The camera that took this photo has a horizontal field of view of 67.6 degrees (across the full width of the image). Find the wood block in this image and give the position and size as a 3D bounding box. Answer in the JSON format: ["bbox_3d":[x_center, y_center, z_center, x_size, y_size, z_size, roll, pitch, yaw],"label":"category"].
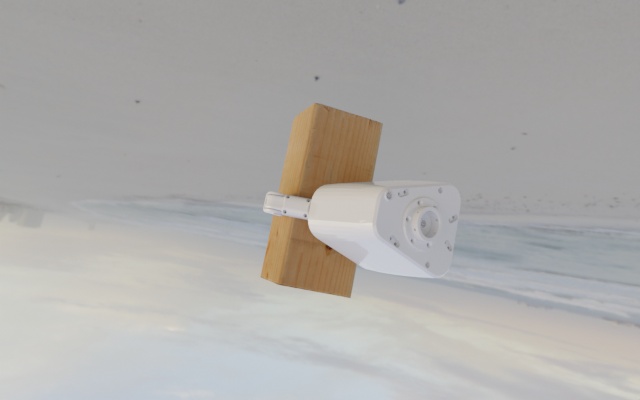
[{"bbox_3d":[0.000,0.002,0.574,0.091,0.206,0.090,14,-7,-18],"label":"wood block"}]
